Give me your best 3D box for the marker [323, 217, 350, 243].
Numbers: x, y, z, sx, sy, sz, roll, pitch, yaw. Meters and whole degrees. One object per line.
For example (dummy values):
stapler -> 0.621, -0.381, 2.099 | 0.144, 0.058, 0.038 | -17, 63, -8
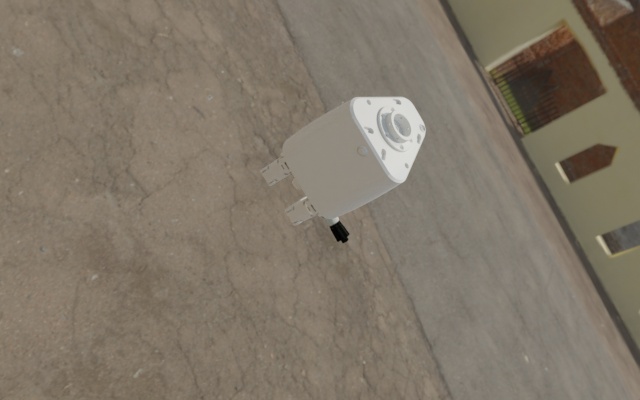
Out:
marker -> 0.000, 0.002, 0.605 | 0.020, 0.121, 0.020 | -32, 6, 4
